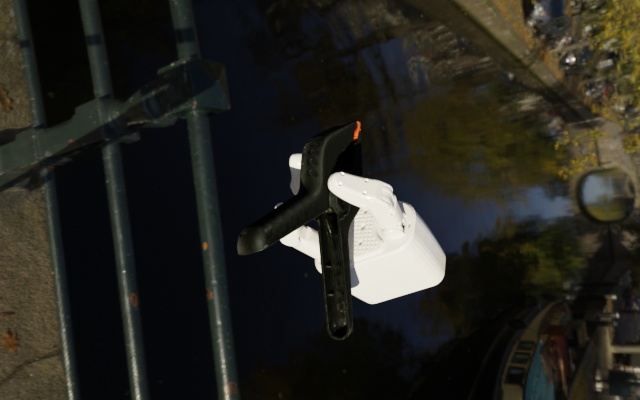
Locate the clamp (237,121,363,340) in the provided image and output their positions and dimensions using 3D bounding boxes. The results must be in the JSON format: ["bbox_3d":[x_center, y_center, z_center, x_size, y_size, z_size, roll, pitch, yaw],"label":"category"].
[{"bbox_3d":[0.001,0.001,0.436,0.036,0.210,0.165,-6,-33,30],"label":"clamp"}]
